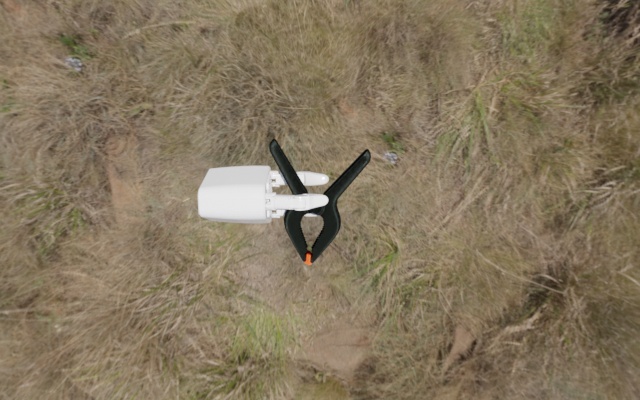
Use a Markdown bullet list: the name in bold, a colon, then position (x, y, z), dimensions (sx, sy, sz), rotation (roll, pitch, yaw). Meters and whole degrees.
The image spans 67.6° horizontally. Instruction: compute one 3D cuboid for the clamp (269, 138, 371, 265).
- **clamp**: position (0.000, 0.003, 0.789), dimensions (0.164, 0.210, 0.036), rotation (0, 11, 1)
